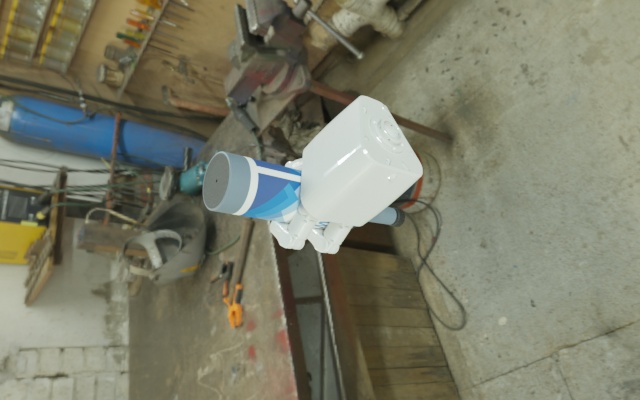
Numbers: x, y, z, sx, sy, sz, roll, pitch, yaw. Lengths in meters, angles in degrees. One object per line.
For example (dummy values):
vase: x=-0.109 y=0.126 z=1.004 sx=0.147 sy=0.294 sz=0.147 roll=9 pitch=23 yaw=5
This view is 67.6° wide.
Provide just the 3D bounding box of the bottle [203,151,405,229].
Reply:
bottle: x=0.000 y=0.002 z=0.611 sx=0.296 sy=0.069 sz=0.069 roll=12 pitch=-7 yaw=-38
